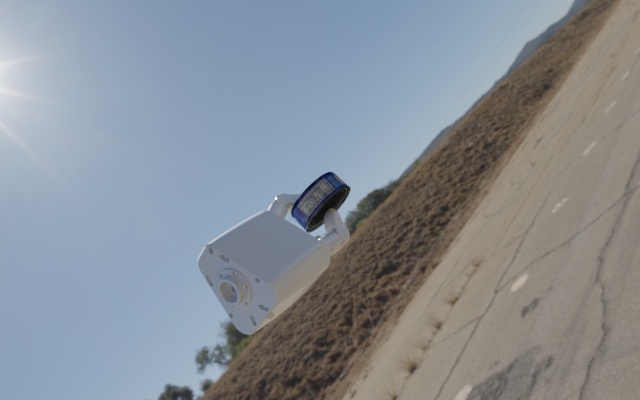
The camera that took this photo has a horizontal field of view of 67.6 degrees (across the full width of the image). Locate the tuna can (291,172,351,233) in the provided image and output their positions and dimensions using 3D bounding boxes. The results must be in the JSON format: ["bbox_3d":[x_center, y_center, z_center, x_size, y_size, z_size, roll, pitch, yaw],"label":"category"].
[{"bbox_3d":[0.000,0.002,0.655,0.033,0.086,0.086,43,13,14],"label":"tuna can"}]
